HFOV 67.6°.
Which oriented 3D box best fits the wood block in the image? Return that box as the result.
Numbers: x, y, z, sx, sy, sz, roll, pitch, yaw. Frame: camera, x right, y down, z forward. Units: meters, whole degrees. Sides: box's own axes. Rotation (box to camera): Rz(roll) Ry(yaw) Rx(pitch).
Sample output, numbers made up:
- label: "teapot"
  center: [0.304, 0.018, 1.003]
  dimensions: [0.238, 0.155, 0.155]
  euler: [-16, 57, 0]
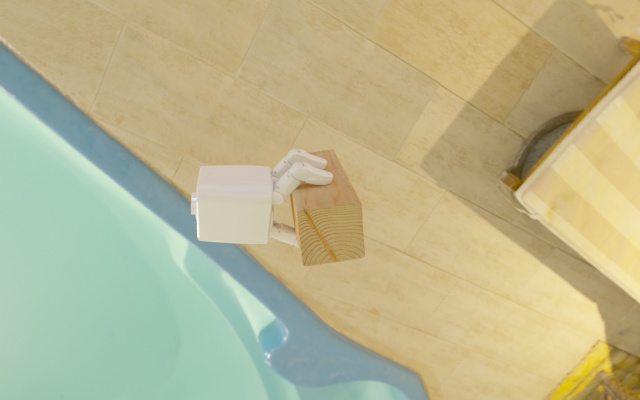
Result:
- label: "wood block"
  center: [0.000, 0.003, 0.736]
  dimensions: [0.090, 0.091, 0.206]
  euler: [-8, 27, -6]
